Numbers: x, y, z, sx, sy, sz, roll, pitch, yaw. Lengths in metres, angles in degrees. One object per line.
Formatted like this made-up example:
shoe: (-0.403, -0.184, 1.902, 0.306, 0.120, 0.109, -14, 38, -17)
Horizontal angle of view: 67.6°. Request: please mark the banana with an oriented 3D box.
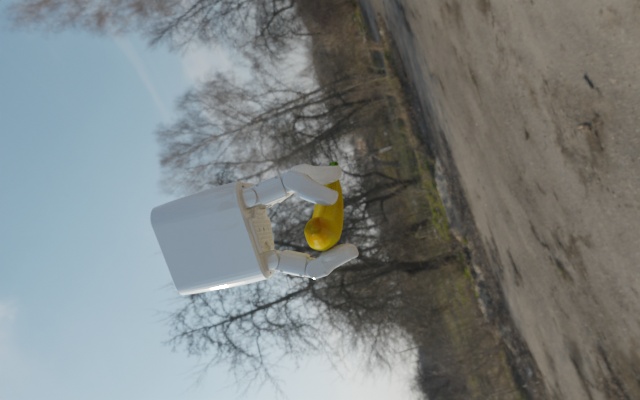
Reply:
banana: (0.004, 0.017, 0.560, 0.037, 0.070, 0.197, -9, 22, 9)
